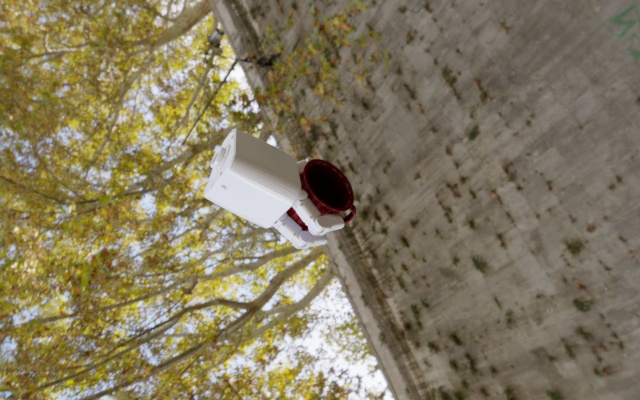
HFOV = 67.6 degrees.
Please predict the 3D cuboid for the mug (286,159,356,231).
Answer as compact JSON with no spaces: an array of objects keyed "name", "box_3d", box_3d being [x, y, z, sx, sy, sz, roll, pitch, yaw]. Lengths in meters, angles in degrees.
[{"name":"mug","box_3d":[0.001,0.003,0.737,0.117,0.093,0.081,28,-48,-24]}]
